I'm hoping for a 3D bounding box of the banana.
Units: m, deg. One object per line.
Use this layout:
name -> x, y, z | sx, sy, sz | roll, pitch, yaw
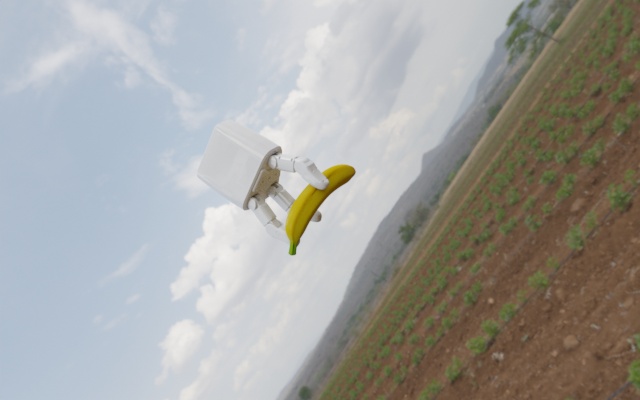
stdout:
banana -> -0.002, -0.006, 0.758 | 0.037, 0.197, 0.070 | 28, -31, 20
